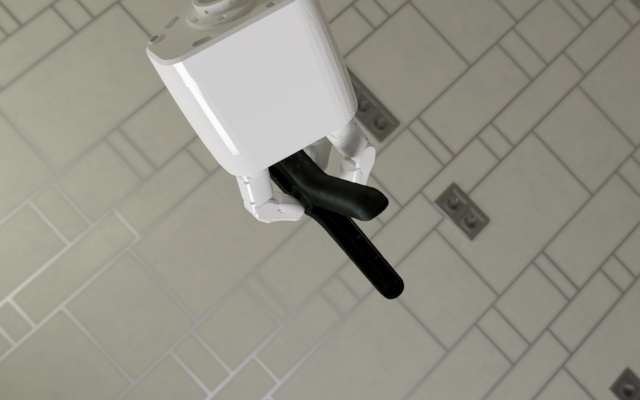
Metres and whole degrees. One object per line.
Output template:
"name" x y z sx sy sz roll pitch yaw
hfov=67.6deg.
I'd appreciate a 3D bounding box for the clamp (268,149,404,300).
"clamp" -0.001 0.002 0.450 0.210 0.036 0.165 39 -18 39
